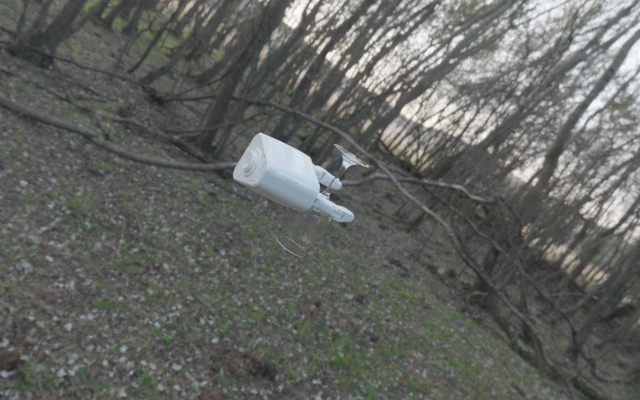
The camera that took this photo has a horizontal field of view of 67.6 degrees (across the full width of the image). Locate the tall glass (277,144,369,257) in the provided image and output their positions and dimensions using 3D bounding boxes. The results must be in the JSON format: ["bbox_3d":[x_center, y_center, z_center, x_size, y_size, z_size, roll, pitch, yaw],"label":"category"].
[{"bbox_3d":[0.001,0.002,0.853,0.079,0.201,0.079,32,11,-7],"label":"tall glass"}]
